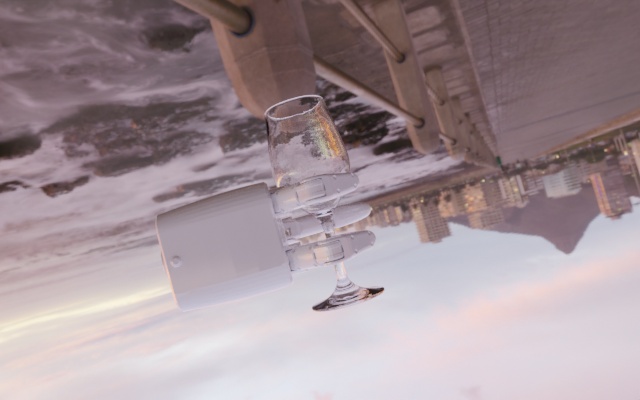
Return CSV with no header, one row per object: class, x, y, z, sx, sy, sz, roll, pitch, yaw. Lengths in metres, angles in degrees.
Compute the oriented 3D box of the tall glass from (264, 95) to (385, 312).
tall glass,0.000,0.002,0.473,0.079,0.201,0.079,-15,-3,-1
